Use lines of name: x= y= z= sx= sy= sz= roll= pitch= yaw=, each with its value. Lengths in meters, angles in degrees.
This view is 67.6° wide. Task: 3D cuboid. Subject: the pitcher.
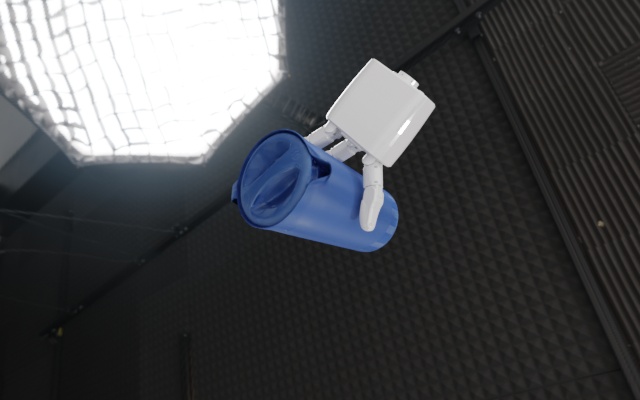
pitcher: x=0.000 y=0.002 z=0.700 sx=0.243 sy=0.145 sz=0.149 roll=23 pitch=16 yaw=-47
